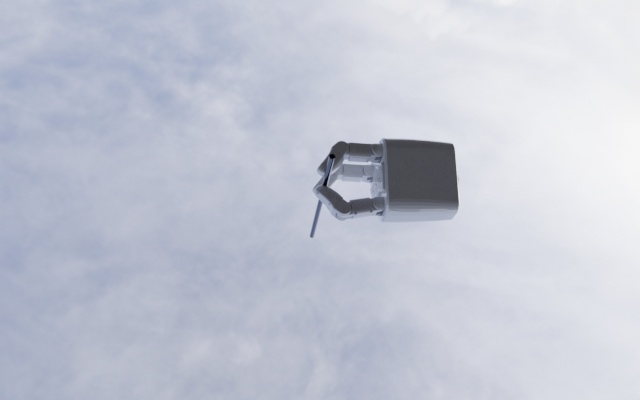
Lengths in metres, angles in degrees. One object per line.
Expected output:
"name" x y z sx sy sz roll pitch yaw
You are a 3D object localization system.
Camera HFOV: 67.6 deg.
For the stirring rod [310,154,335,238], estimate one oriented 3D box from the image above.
"stirring rod" 0.000 0.002 0.704 0.011 0.011 0.240 0 -29 -8
